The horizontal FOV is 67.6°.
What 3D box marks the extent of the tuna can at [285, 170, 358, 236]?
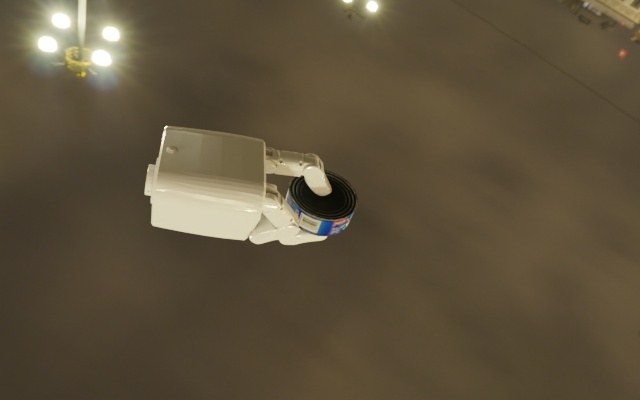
[{"bbox_3d":[0.000,0.002,0.584,0.086,0.086,0.034,0,-43,-21],"label":"tuna can"}]
